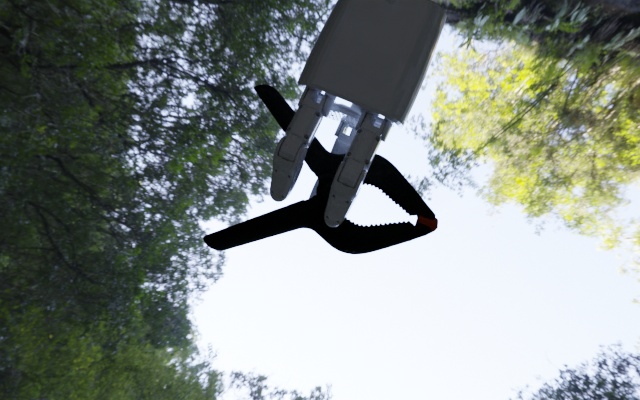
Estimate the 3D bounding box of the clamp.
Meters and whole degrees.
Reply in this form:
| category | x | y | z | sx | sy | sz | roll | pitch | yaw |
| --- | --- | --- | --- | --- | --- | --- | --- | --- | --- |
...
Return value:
| category | x | y | z | sx | sy | sz | roll | pitch | yaw |
| --- | --- | --- | --- | --- | --- | --- | --- | --- | --- |
| clamp | 0.001 | 0.002 | 0.442 | 0.210 | 0.164 | 0.036 | 24 | -1 | 10 |
